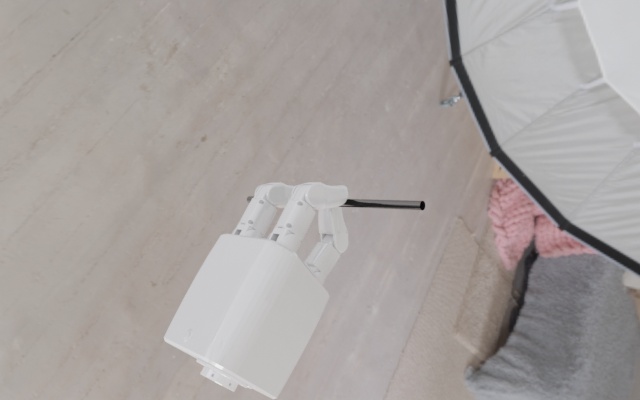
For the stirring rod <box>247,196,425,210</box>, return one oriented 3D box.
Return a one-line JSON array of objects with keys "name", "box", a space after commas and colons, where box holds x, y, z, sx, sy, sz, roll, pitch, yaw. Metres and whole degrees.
[{"name": "stirring rod", "box": [0.000, 0.002, 0.479, 0.011, 0.011, 0.239, 0, 1, -44]}]
